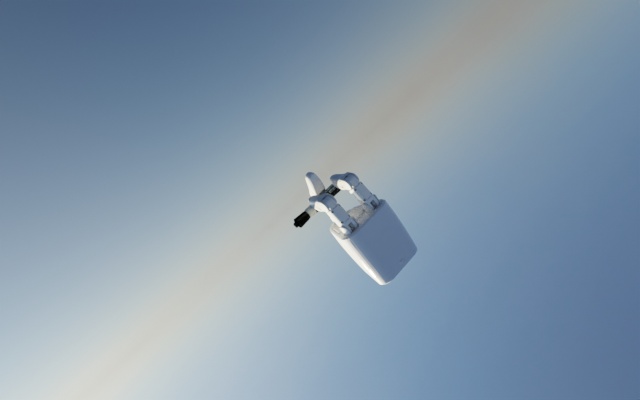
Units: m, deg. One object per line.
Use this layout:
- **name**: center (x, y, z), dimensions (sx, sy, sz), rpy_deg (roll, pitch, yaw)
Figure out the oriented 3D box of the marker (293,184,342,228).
- **marker**: center (0.000, 0.003, 0.796), dimensions (0.121, 0.020, 0.020), rpy_deg (-43, 19, -21)
